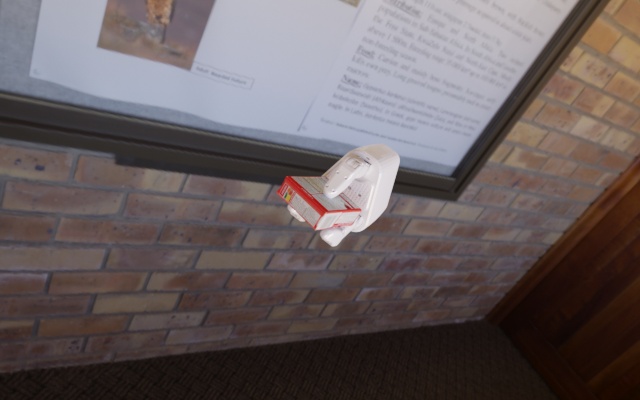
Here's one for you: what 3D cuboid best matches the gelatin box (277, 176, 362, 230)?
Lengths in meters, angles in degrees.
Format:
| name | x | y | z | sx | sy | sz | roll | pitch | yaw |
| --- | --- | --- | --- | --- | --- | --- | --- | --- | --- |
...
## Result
| name | x | y | z | sx | sy | sz | roll | pitch | yaw |
| --- | --- | --- | --- | --- | --- | --- | --- | --- | --- |
| gelatin box | 0.000 | 0.002 | 0.600 | 0.073 | 0.030 | 0.089 | 43 | 24 | 25 |
